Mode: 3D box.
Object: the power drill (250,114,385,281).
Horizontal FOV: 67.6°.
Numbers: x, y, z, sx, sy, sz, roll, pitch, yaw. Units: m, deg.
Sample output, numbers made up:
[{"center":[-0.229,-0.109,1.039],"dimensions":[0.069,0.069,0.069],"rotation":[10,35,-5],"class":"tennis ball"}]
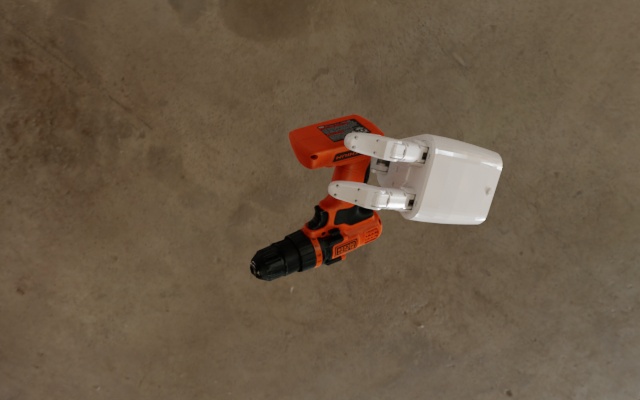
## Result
[{"center":[0.000,0.001,0.561],"dimensions":[0.184,0.188,0.057],"rotation":[-21,46,-28],"class":"power drill"}]
